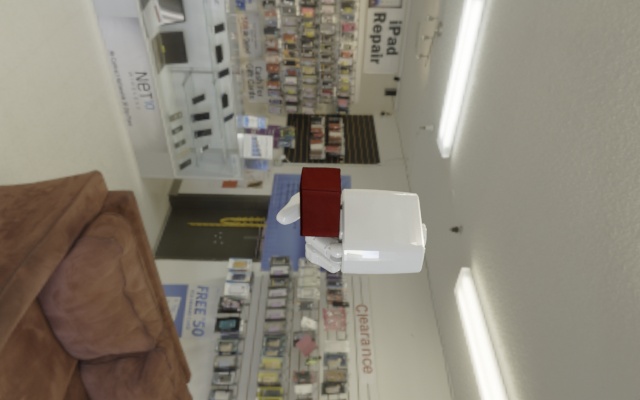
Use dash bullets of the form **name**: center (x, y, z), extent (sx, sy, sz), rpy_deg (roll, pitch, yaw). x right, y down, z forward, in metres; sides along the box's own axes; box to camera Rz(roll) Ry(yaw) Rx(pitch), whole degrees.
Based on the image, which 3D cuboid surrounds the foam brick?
- **foam brick**: center (0.000, 0.002, 0.617), extent (0.051, 0.078, 0.053), rpy_deg (2, 38, 1)
